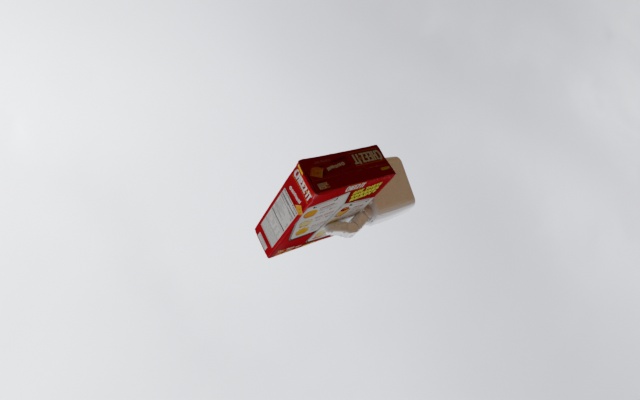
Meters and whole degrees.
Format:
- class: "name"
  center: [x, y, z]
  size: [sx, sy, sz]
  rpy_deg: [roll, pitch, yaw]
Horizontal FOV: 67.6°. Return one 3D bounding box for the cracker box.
- class: "cracker box"
  center: [0.000, 0.003, 0.804]
  size: [0.164, 0.072, 0.214]
  rpy_deg: [-16, -23, -35]
